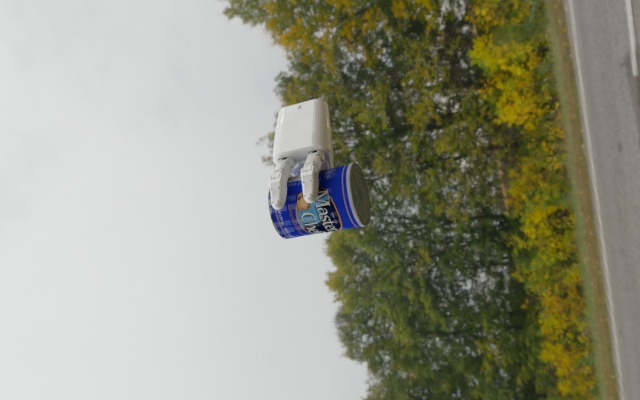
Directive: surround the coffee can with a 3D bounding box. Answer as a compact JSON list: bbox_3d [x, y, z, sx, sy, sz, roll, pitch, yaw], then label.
[{"bbox_3d":[0.000,0.003,0.779,0.140,0.103,0.103,-11,-4,20],"label":"coffee can"}]
